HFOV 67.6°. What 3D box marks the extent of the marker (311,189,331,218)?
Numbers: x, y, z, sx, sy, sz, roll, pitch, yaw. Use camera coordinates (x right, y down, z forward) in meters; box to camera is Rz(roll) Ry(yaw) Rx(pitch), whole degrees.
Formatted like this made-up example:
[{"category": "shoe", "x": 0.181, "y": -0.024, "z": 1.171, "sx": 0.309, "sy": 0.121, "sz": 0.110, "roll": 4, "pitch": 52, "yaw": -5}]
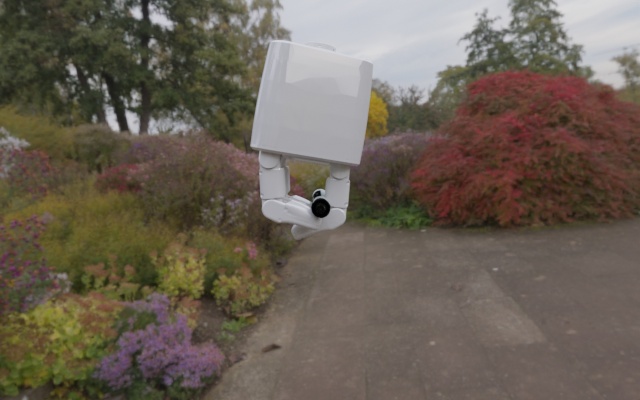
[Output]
[{"category": "marker", "x": 0.000, "y": 0.002, "z": 0.513, "sx": 0.020, "sy": 0.020, "sz": 0.121, "roll": 0, "pitch": 6, "yaw": 0}]
